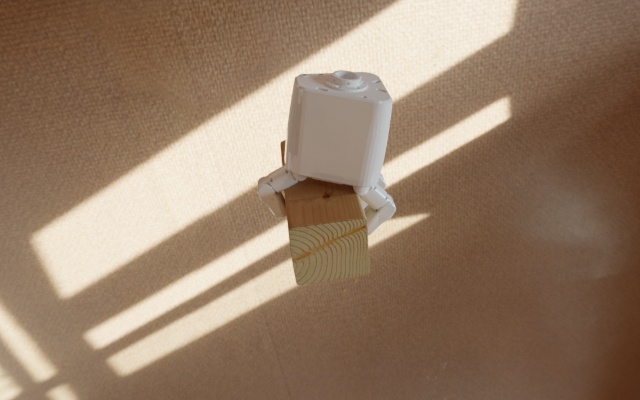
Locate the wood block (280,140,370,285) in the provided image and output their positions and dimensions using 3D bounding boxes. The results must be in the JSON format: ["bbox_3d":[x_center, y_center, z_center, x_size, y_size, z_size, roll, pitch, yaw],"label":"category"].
[{"bbox_3d":[0.000,0.002,0.630,0.091,0.090,0.206,-8,35,-2],"label":"wood block"}]
